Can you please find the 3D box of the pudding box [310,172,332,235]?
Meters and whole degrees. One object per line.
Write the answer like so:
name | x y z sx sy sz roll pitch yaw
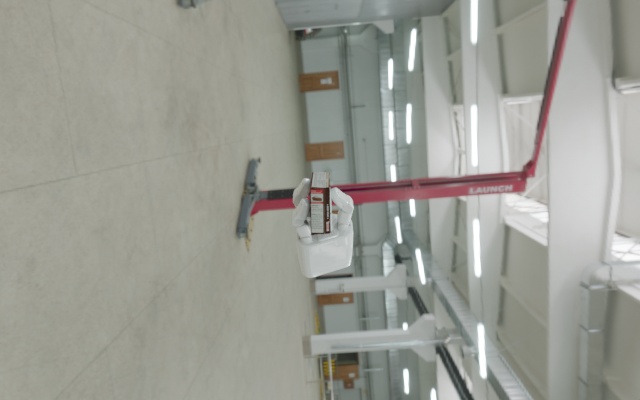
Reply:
pudding box | 0.000 0.003 0.876 0.039 0.090 0.113 -2 17 0
